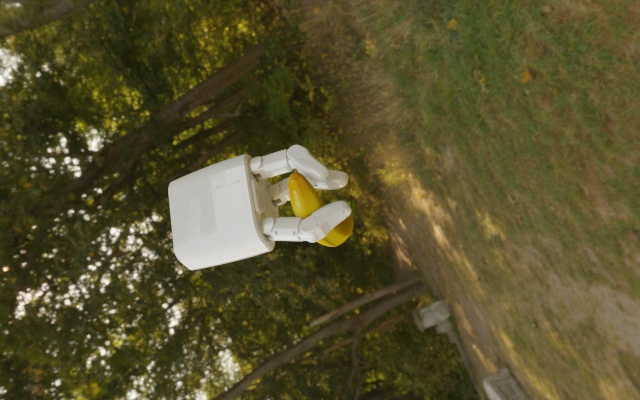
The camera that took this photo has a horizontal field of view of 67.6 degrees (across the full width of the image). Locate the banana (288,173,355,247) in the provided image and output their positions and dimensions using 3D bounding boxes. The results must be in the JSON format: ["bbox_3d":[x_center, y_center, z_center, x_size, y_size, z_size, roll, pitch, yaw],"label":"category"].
[{"bbox_3d":[0.004,0.021,0.589,0.037,0.069,0.198,-12,-14,18],"label":"banana"}]
